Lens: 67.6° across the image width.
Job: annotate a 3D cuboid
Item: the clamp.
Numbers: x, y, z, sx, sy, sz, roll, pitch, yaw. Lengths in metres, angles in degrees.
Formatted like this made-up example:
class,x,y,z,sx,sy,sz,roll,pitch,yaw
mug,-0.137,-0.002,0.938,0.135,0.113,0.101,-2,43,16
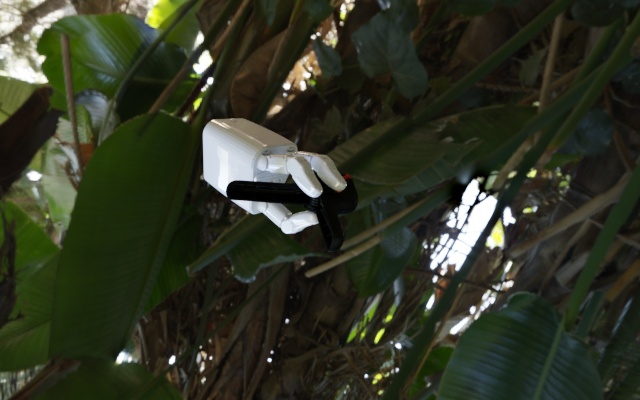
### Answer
class,x,y,z,sx,sy,sz,roll,pitch,yaw
clamp,0.000,0.003,0.642,0.164,0.036,0.210,30,25,26
